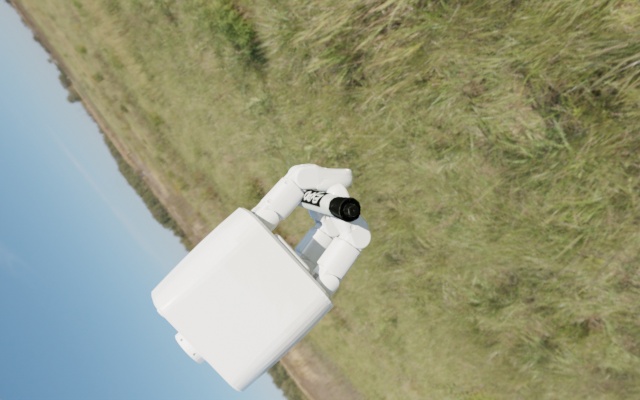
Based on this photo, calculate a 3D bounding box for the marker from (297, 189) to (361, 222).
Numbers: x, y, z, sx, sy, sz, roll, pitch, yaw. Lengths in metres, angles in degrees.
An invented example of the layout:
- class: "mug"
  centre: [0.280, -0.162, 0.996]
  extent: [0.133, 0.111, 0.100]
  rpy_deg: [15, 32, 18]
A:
- class: "marker"
  centre: [0.000, 0.001, 0.402]
  extent: [0.020, 0.020, 0.121]
  rpy_deg: [0, 6, -24]
